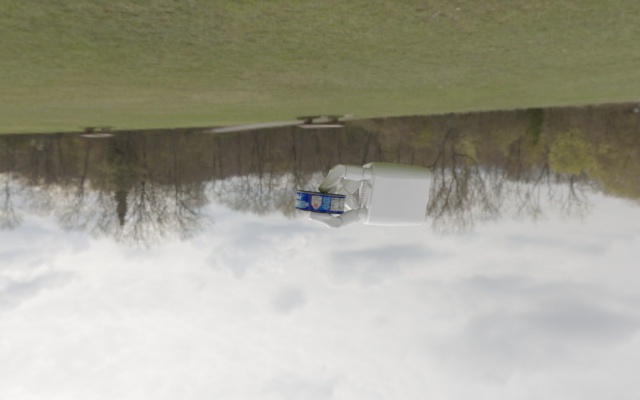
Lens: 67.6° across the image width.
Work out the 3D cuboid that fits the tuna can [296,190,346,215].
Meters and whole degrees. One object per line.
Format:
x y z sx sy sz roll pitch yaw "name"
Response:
0.000 0.003 0.822 0.086 0.034 0.086 6 2 0 "tuna can"
